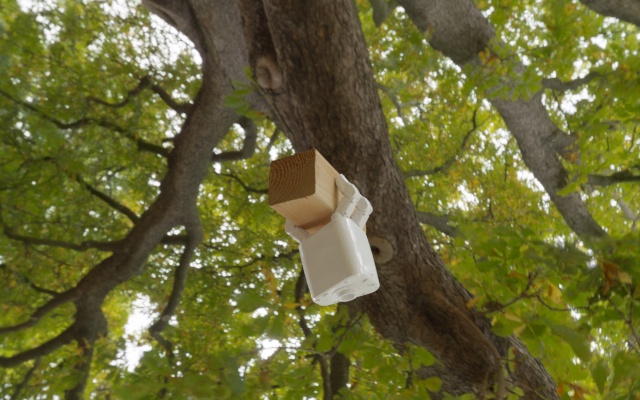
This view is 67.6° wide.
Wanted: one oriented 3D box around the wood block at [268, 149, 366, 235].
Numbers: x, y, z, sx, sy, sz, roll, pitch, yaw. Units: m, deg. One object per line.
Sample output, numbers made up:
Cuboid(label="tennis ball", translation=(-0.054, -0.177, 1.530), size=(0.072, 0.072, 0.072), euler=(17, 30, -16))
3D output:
Cuboid(label="wood block", translation=(0.000, 0.003, 0.862), size=(0.091, 0.090, 0.206), euler=(-14, -30, 24))
